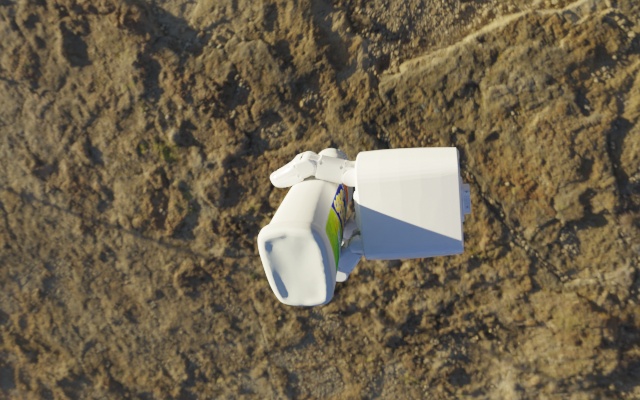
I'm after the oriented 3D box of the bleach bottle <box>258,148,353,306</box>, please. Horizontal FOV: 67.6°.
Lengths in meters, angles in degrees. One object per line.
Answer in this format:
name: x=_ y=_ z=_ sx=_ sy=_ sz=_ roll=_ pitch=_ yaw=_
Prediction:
bleach bottle: x=0.000 y=0.002 z=0.559 sx=0.068 sy=0.103 sz=0.250 roll=-3 pitch=32 yaw=14
